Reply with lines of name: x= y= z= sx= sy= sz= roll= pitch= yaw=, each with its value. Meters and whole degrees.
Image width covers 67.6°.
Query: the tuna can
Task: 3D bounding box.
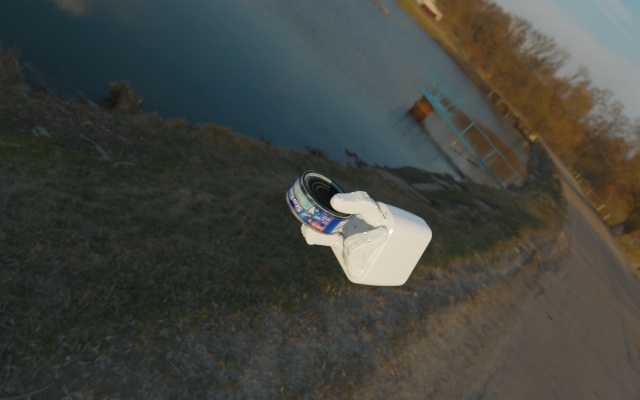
tuna can: x=0.000 y=0.002 z=0.618 sx=0.086 sy=0.086 sz=0.034 roll=0 pitch=-42 yaw=-51
